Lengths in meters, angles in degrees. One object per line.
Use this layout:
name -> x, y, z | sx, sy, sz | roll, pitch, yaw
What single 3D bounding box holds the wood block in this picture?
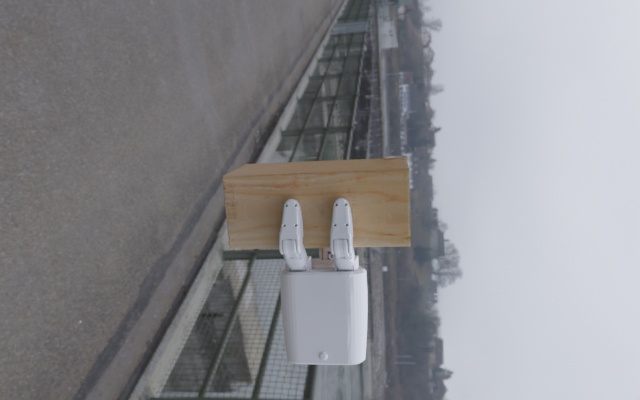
wood block -> 0.000, 0.002, 0.568 | 0.206, 0.090, 0.091 | -2, 12, 9
